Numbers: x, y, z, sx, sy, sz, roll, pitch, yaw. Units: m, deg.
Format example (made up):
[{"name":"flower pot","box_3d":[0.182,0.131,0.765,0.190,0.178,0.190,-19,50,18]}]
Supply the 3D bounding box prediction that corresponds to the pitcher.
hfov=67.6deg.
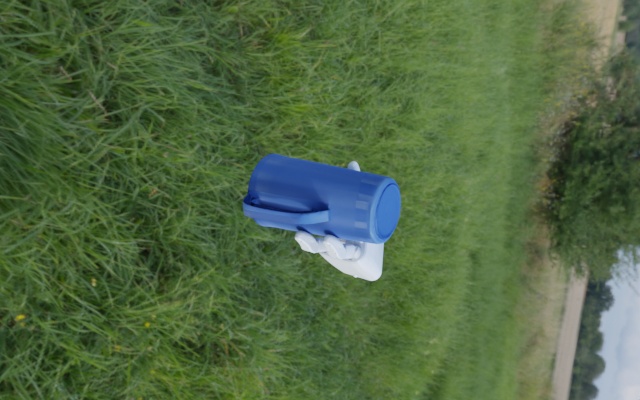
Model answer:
[{"name":"pitcher","box_3d":[0.000,0.003,0.802,0.243,0.149,0.145,10,-24,31]}]
